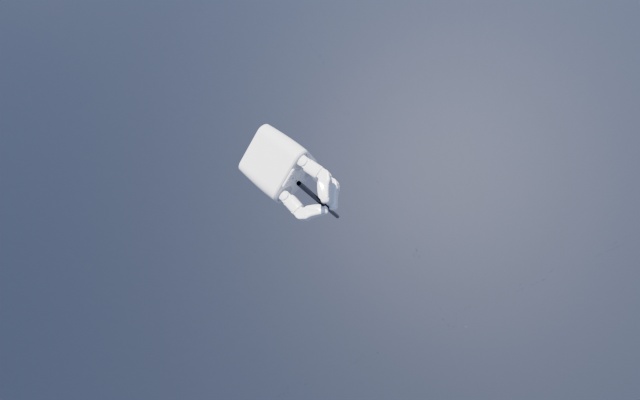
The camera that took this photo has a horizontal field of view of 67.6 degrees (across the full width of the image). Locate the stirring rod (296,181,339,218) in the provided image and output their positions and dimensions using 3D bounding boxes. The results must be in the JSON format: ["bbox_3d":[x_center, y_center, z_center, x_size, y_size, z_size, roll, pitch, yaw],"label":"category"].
[{"bbox_3d":[0.000,0.003,0.850,0.011,0.011,0.239,0,-14,17],"label":"stirring rod"}]
